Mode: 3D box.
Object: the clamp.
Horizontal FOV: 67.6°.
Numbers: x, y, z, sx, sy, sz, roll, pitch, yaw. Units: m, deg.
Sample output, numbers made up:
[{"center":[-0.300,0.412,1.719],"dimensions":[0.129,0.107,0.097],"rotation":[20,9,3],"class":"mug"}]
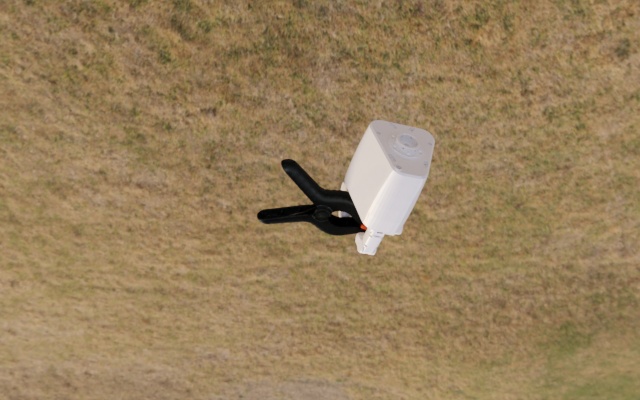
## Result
[{"center":[0.000,0.003,0.696],"dimensions":[0.171,0.039,0.120],"rotation":[10,-44,-10],"class":"clamp"}]
